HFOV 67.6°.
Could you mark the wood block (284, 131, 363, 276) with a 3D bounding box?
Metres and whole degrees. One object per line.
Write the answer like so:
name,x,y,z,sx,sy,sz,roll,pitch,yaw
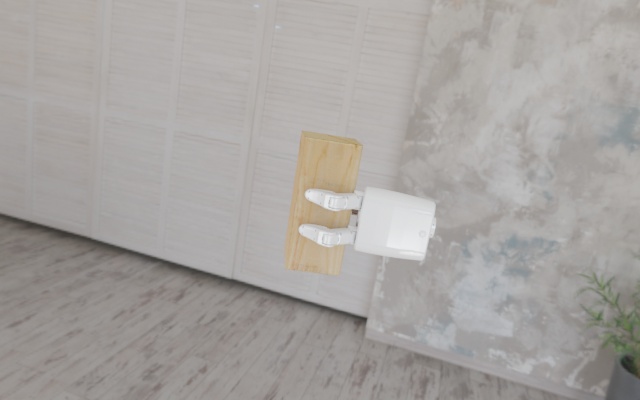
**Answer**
wood block,0.001,0.002,0.755,0.090,0.206,0.090,8,13,-6
